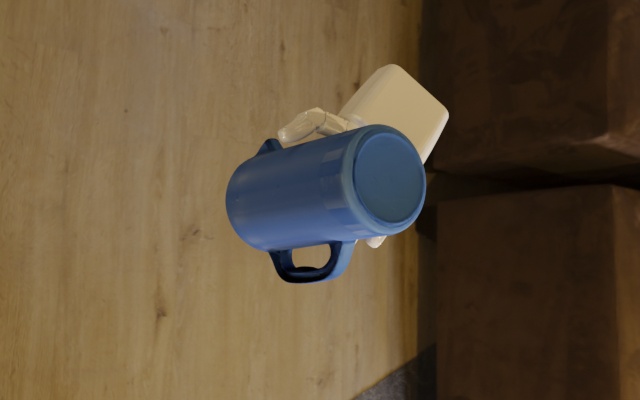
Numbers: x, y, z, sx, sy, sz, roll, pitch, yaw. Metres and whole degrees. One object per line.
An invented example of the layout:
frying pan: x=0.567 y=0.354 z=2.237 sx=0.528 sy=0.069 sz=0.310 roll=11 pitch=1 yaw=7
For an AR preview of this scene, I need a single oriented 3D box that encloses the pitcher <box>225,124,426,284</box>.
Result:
pitcher: x=0.000 y=0.002 z=0.547 sx=0.149 sy=0.145 sz=0.243 roll=47 pitch=-28 yaw=-21
